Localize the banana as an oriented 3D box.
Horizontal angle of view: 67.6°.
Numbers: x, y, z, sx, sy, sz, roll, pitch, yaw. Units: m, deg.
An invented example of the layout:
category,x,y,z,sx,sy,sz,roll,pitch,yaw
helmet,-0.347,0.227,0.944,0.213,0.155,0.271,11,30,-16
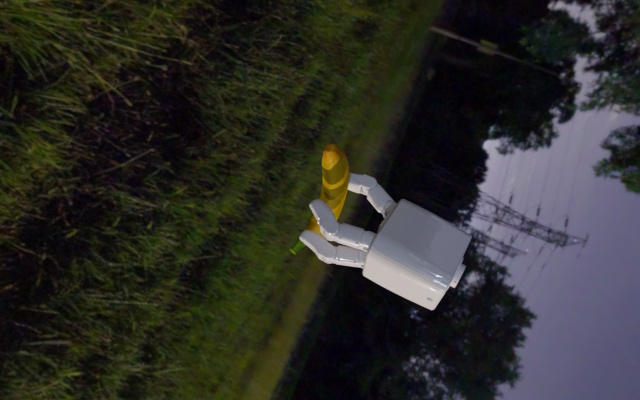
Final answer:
category,x,y,z,sx,sy,sz,roll,pitch,yaw
banana,0.009,-0.003,0.669,0.037,0.198,0.069,33,39,19
